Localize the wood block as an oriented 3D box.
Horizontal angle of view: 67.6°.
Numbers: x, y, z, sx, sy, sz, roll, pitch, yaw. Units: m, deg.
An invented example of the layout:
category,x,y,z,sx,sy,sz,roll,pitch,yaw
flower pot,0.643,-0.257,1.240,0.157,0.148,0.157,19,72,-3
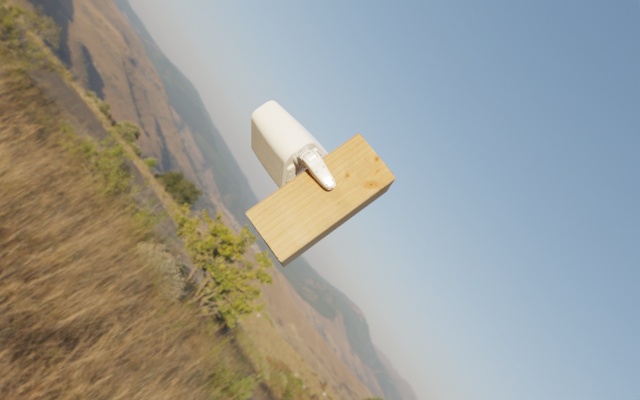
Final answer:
category,x,y,z,sx,sy,sz,roll,pitch,yaw
wood block,0.000,0.002,0.724,0.206,0.090,0.091,-36,-10,-8
